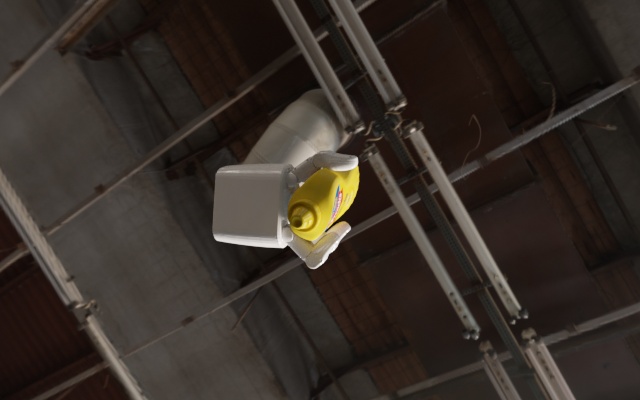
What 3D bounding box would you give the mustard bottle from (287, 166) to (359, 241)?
[{"bbox_3d":[0.001,0.002,0.650,0.058,0.096,0.191,26,20,10],"label":"mustard bottle"}]
